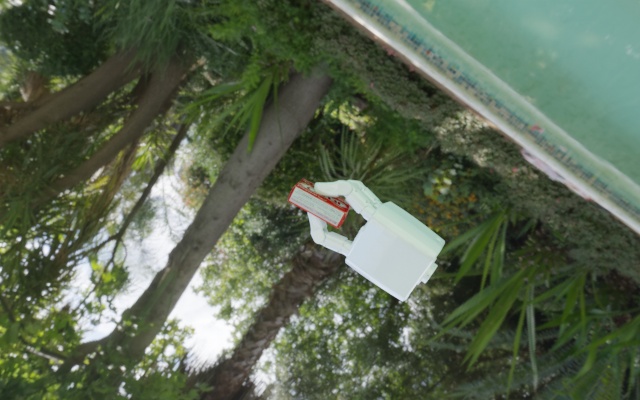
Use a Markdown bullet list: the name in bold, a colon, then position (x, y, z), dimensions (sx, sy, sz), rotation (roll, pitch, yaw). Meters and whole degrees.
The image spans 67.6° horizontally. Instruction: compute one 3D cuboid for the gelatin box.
- **gelatin box**: position (0.000, 0.003, 0.727), dimensions (0.089, 0.030, 0.073), rotation (28, 13, 2)
